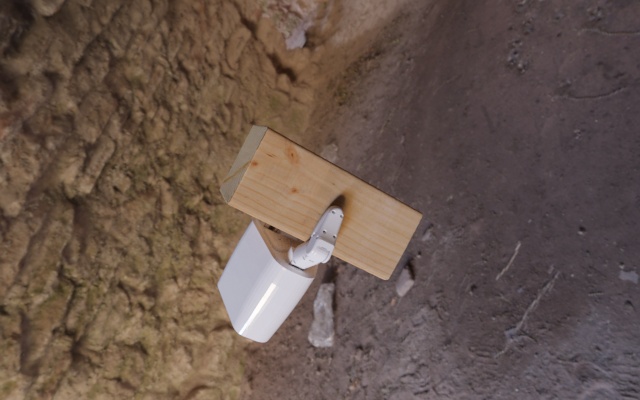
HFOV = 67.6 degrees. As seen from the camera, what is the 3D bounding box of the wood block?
[{"bbox_3d":[0.000,0.002,0.554,0.206,0.090,0.091,27,2,-20],"label":"wood block"}]
